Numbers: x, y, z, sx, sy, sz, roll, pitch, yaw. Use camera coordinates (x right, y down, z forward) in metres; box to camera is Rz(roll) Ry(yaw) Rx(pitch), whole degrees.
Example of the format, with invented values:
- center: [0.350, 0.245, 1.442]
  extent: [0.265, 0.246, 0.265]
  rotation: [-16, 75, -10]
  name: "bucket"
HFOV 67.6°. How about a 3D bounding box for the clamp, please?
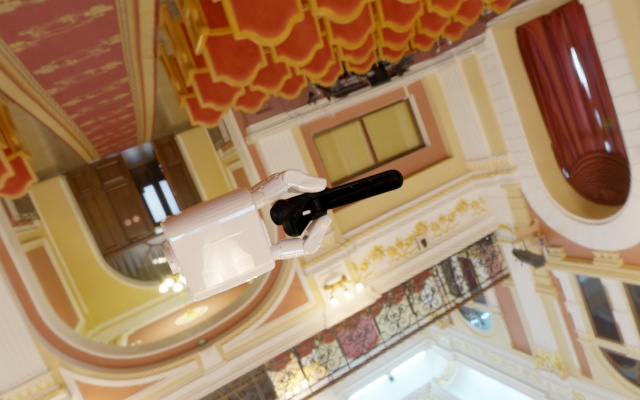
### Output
- center: [0.000, 0.003, 0.626]
  extent: [0.164, 0.036, 0.210]
  rotation: [-22, 7, -19]
  name: "clamp"
